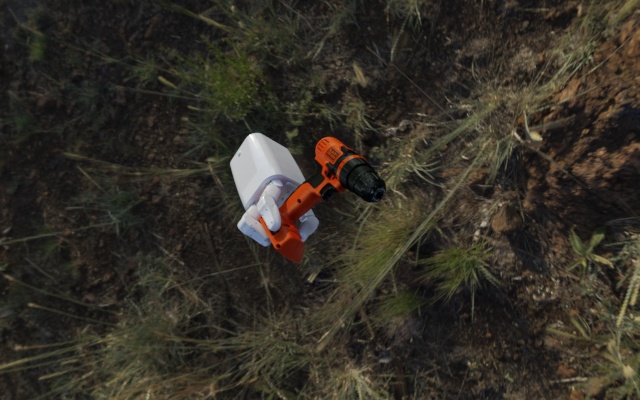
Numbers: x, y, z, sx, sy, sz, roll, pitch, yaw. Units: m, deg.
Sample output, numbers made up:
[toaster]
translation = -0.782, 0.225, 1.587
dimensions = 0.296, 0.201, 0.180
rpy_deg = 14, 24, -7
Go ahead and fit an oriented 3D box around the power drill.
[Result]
[power drill]
translation = 0.000, 0.003, 0.729
dimensions = 0.057, 0.187, 0.184
rpy_deg = 40, 6, -34
